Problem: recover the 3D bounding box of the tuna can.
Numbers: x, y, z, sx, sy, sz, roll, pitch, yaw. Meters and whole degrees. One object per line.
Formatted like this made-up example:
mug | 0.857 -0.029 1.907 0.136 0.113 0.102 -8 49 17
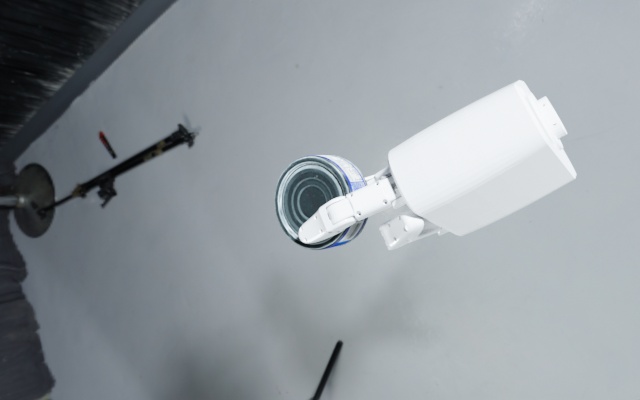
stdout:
tuna can | 0.000 0.001 0.433 0.086 0.086 0.034 0 4 34
